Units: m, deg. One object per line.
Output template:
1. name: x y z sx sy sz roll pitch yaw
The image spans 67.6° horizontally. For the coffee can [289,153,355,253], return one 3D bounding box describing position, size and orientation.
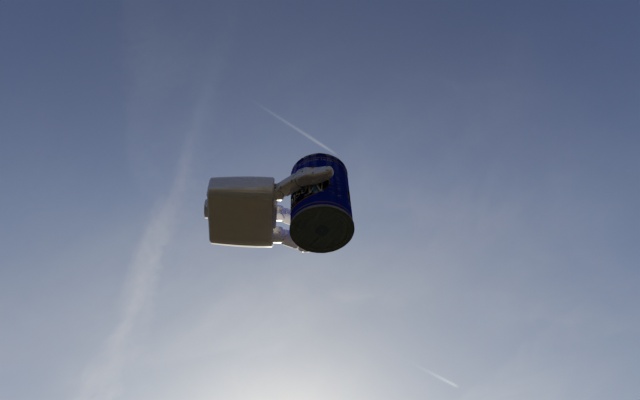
1. coffee can: 0.000 0.003 0.799 0.103 0.103 0.140 0 41 -2
